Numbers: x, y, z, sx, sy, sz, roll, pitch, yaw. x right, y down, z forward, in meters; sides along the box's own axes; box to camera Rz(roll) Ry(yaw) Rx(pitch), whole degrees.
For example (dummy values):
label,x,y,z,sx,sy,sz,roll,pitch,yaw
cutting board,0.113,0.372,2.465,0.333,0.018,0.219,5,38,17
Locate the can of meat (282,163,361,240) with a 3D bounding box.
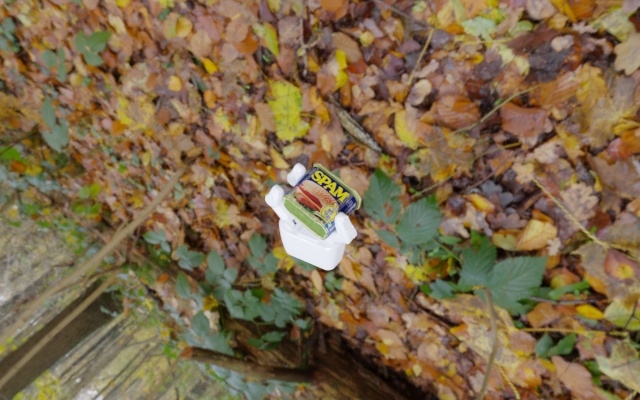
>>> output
label,x,y,z,sx,sy,sz,roll,pitch,yaw
can of meat,0.000,0.003,0.780,0.102,0.084,0.057,39,-23,16
